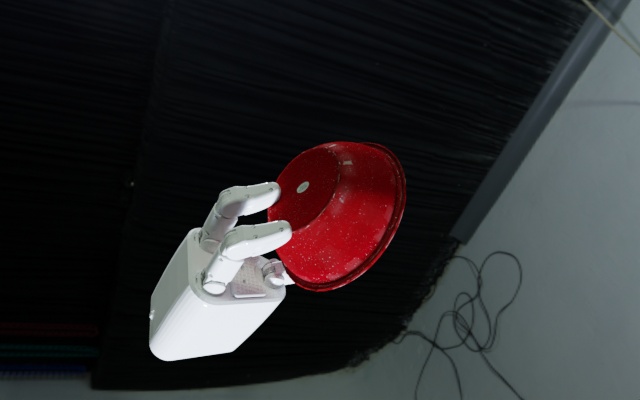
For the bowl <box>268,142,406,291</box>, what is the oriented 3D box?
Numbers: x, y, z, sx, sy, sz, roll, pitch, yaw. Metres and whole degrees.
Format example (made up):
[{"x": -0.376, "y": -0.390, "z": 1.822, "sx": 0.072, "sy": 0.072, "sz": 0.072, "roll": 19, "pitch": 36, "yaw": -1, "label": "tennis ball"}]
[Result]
[{"x": 0.001, "y": 0.000, "z": 0.460, "sx": 0.162, "sy": 0.162, "sz": 0.055, "roll": 0, "pitch": -26, "yaw": 47, "label": "bowl"}]
